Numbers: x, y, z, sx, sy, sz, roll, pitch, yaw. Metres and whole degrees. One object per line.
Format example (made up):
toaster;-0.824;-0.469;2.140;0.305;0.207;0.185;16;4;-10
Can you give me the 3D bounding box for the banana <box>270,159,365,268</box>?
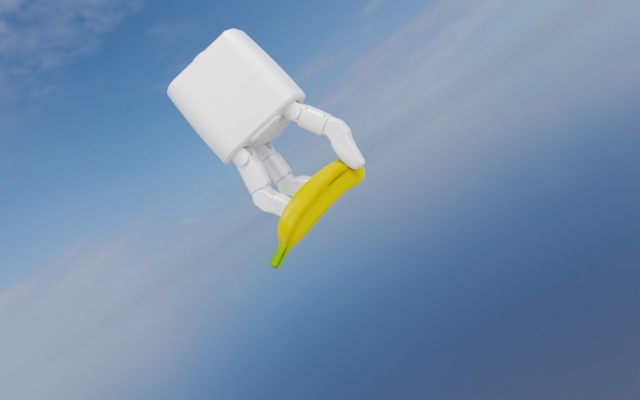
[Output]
banana;0.005;-0.008;0.519;0.037;0.070;0.197;39;44;8
